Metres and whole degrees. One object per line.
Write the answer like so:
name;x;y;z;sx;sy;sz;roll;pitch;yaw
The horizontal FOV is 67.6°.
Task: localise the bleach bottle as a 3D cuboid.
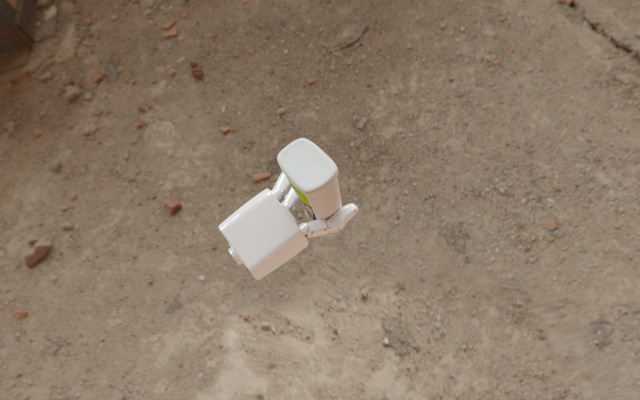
bleach bottle;0.000;0.003;0.823;0.068;0.102;0.251;-37;-30;-9
